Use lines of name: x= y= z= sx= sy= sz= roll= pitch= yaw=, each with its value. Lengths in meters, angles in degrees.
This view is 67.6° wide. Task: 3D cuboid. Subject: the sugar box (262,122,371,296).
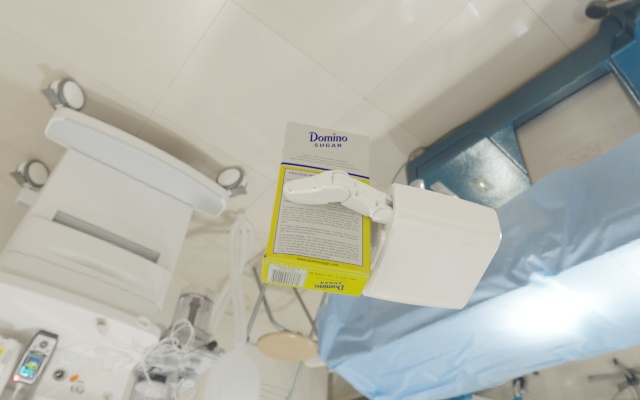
sugar box: x=0.000 y=0.002 z=0.469 sx=0.093 sy=0.176 sz=0.048 roll=10 pitch=-43 yaw=-5
